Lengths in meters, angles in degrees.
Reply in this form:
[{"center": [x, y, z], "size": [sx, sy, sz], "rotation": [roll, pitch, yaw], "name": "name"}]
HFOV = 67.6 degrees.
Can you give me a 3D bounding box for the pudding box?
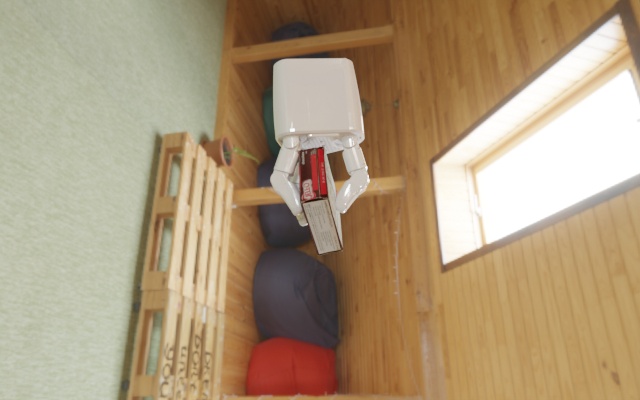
[{"center": [0.000, 0.002, 0.609], "size": [0.039, 0.090, 0.114], "rotation": [-10, -42, 8], "name": "pudding box"}]
